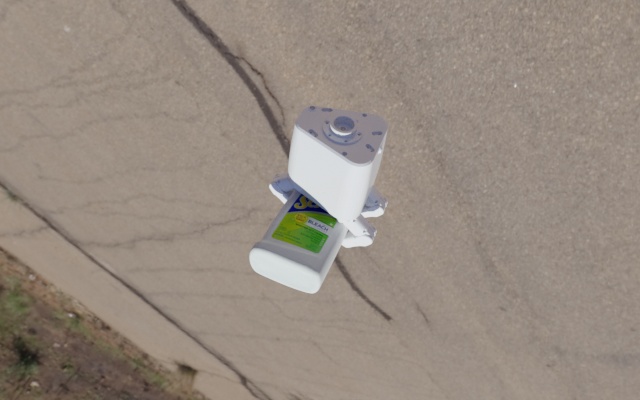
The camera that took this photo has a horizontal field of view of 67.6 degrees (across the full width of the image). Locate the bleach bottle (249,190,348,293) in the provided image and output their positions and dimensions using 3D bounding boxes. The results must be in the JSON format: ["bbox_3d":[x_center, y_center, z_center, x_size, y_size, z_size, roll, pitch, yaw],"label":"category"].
[{"bbox_3d":[0.000,0.002,0.675,0.102,0.250,0.068,21,-37,8],"label":"bleach bottle"}]
